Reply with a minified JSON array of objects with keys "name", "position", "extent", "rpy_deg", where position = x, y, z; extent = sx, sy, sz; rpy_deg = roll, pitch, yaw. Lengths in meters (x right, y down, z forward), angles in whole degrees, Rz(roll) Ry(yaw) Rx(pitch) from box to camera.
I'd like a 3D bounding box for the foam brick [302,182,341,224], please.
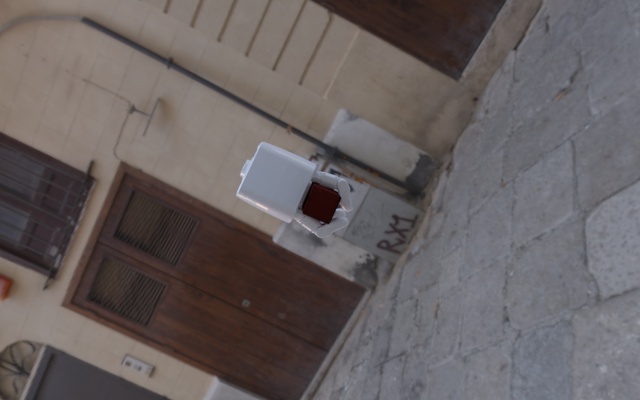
[{"name":"foam brick","position":[0.000,0.003,0.832],"extent":[0.051,0.053,0.078],"rpy_deg":[23,6,-6]}]
